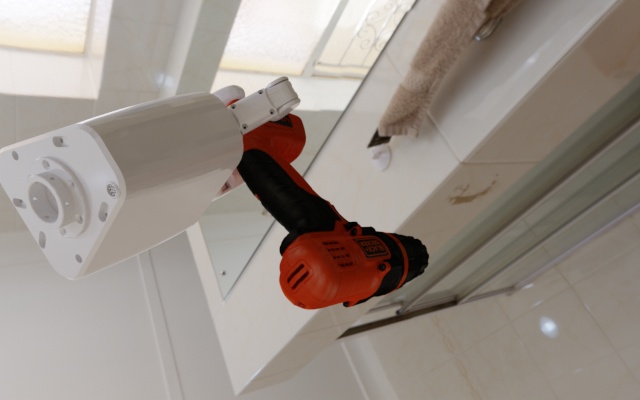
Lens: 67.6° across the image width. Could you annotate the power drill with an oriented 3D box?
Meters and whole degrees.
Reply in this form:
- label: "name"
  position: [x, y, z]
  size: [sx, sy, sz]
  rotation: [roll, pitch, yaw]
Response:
- label: "power drill"
  position: [0.000, 0.001, 0.401]
  size: [0.187, 0.057, 0.184]
  rotation: [50, 23, 24]
